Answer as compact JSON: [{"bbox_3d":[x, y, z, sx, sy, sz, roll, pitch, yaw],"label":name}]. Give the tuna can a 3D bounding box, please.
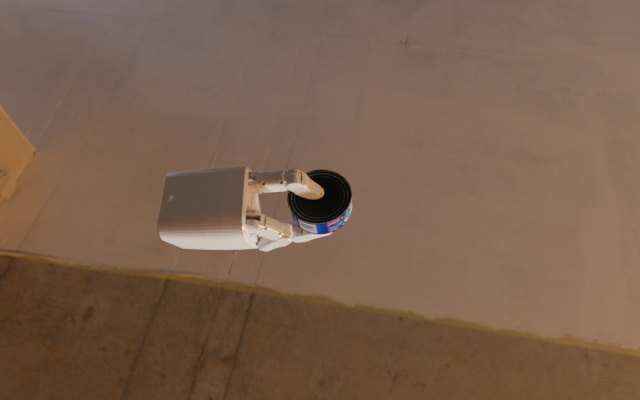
[{"bbox_3d":[0.000,0.002,0.641,0.086,0.086,0.034,0,-33,7],"label":"tuna can"}]
